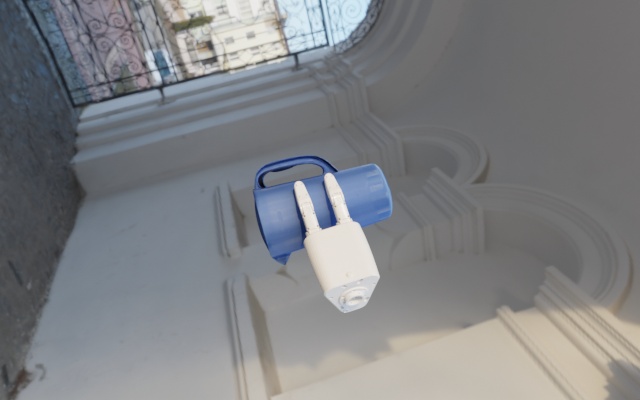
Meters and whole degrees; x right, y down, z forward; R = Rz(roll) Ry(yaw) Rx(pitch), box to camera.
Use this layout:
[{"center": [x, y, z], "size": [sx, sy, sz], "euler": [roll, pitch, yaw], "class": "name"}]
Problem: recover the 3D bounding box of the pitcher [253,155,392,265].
[{"center": [0.000, 0.003, 0.881], "size": [0.243, 0.145, 0.149], "euler": [-16, -40, -6], "class": "pitcher"}]
